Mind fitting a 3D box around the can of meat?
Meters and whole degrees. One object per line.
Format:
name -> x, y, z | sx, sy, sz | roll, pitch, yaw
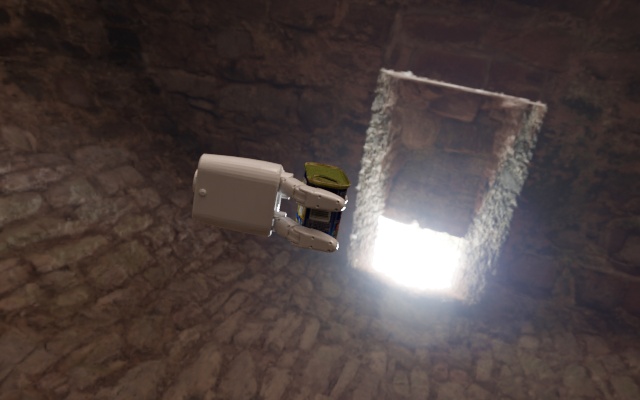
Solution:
can of meat -> 0.000, 0.002, 0.649 | 0.057, 0.084, 0.102 | 9, 16, -9
